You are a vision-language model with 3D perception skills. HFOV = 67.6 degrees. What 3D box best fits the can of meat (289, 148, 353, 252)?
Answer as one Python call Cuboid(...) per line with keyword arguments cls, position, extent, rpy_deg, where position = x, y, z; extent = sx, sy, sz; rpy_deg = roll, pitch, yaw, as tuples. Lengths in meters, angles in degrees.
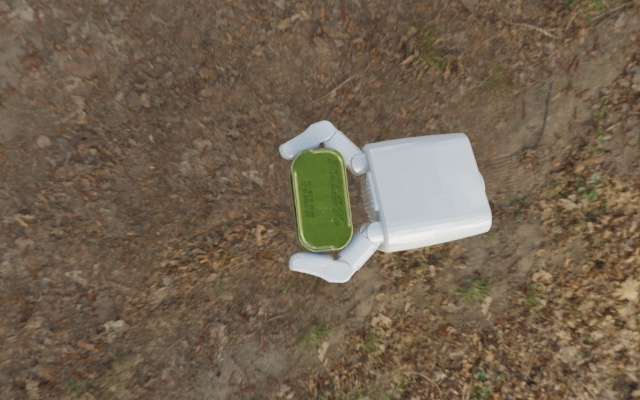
Cuboid(cls="can of meat", position=(0.000, 0.001, 0.479), extent=(0.057, 0.102, 0.084), rpy_deg=(-7, -3, -3))
